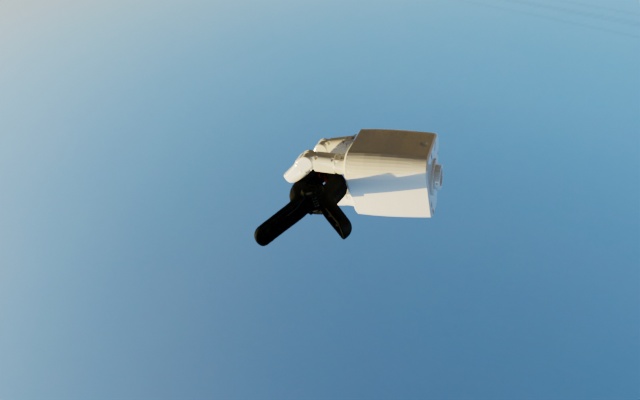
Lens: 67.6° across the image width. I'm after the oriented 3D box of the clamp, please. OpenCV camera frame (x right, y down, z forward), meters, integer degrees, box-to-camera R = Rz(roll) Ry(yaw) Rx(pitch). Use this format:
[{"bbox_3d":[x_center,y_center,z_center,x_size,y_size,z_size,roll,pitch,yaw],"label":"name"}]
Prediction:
[{"bbox_3d":[0.000,0.002,0.616,0.120,0.039,0.171,4,37,22],"label":"clamp"}]
